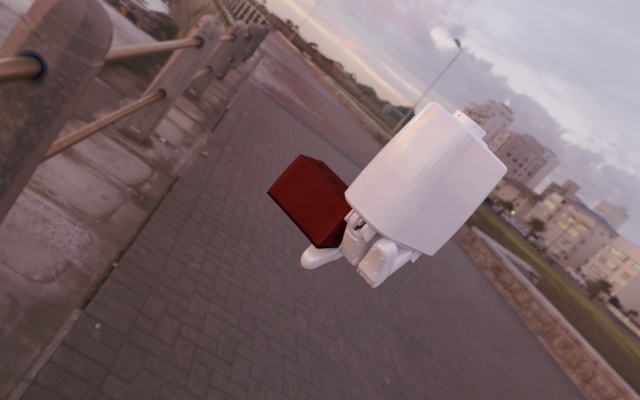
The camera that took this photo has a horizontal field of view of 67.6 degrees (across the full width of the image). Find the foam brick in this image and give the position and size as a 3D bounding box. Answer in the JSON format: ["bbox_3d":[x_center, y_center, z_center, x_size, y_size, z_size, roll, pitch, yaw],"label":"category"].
[{"bbox_3d":[0.000,0.001,0.455,0.078,0.051,0.053,46,17,22],"label":"foam brick"}]
